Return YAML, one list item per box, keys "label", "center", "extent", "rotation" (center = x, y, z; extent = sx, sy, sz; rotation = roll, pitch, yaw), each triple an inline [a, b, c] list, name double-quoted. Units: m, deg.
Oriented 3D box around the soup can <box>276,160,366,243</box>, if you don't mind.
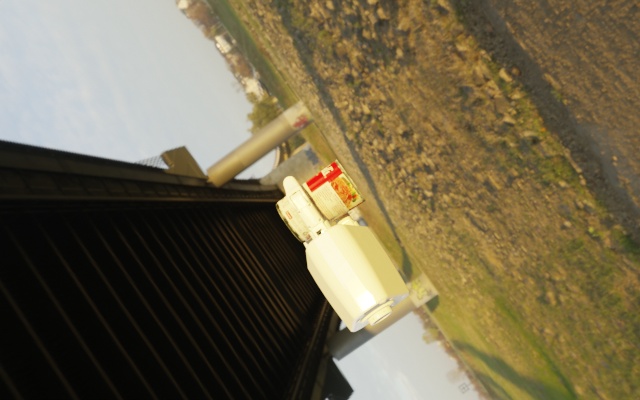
- label: "soup can"
  center: [0.000, 0.002, 0.642]
  extent: [0.102, 0.068, 0.068]
  rotation: [-35, -3, 3]
